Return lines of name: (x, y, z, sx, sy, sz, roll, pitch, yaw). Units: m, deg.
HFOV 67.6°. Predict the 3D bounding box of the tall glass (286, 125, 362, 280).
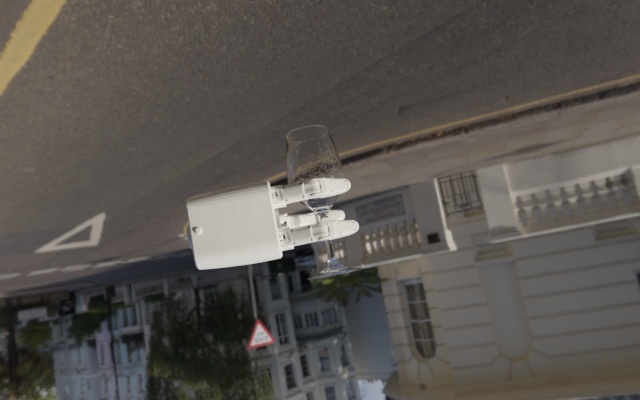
tall glass: (0.000, 0.003, 0.651, 0.079, 0.201, 0.079, -11, -9, -2)
